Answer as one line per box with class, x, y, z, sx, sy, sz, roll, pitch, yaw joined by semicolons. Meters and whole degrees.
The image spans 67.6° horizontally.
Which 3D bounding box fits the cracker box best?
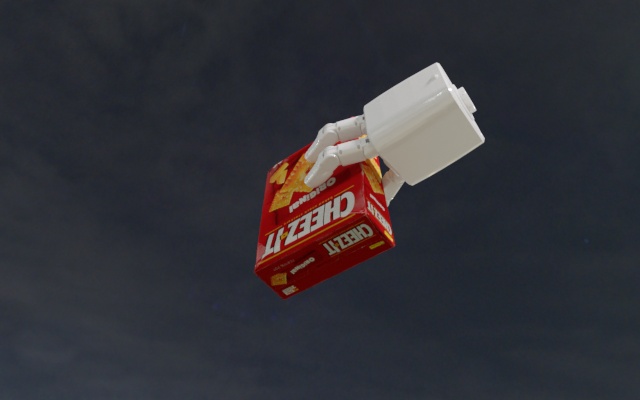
cracker box;0.000;0.002;0.635;0.164;0.072;0.213;-30;33;22
